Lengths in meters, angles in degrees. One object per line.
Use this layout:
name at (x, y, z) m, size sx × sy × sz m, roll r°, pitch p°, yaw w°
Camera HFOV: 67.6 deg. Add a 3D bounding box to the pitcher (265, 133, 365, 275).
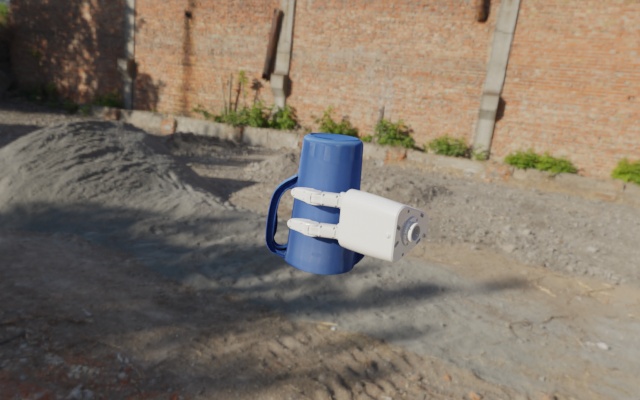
pitcher at (0.000, 0.003, 0.870) m, size 0.145 × 0.243 × 0.149 m, roll 18°, pitch 18°, yaw 40°
